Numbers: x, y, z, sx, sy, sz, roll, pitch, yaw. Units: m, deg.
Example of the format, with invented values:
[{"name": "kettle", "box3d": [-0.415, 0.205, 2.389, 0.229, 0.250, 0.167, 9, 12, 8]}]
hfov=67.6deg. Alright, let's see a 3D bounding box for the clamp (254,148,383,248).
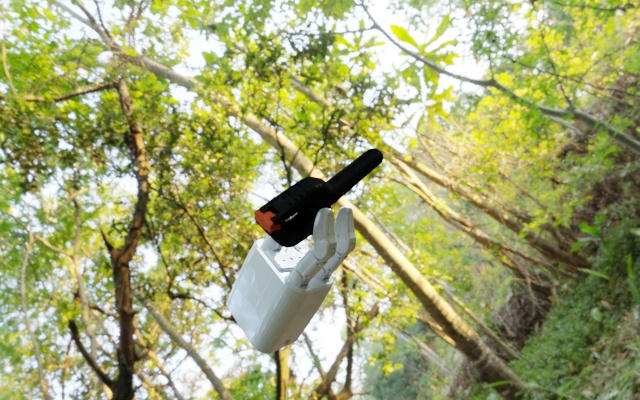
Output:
[{"name": "clamp", "box3d": [-0.001, 0.002, 0.594, 0.036, 0.164, 0.210, 37, 18, 24]}]
